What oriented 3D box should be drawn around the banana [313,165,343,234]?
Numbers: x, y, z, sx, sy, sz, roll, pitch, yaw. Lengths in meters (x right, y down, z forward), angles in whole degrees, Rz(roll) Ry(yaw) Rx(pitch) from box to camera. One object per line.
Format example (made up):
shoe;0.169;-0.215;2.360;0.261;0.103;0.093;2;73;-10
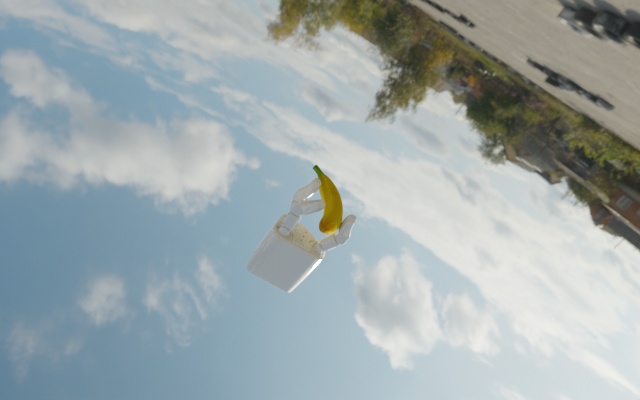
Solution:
banana;0.014;0.010;0.902;0.070;0.037;0.197;33;26;-26
